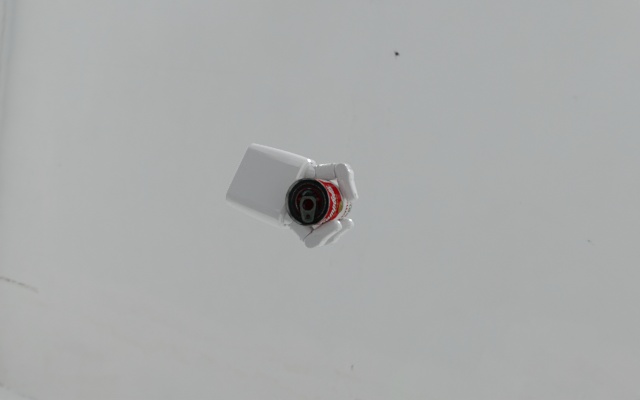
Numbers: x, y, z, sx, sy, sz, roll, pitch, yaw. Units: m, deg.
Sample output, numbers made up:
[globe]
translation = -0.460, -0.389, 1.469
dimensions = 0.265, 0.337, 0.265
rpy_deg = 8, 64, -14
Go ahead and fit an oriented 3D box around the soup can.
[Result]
[soup can]
translation = 0.001, 0.002, 0.708
dimensions = 0.068, 0.068, 0.102
rpy_deg = 0, 0, 22
